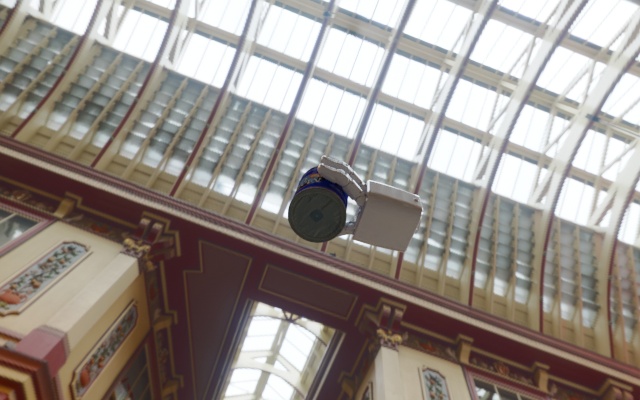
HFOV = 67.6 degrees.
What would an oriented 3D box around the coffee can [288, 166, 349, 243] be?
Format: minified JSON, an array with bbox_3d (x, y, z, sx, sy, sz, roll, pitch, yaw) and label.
[{"bbox_3d":[0.000,0.003,0.886,0.103,0.103,0.140,0,20,6],"label":"coffee can"}]
